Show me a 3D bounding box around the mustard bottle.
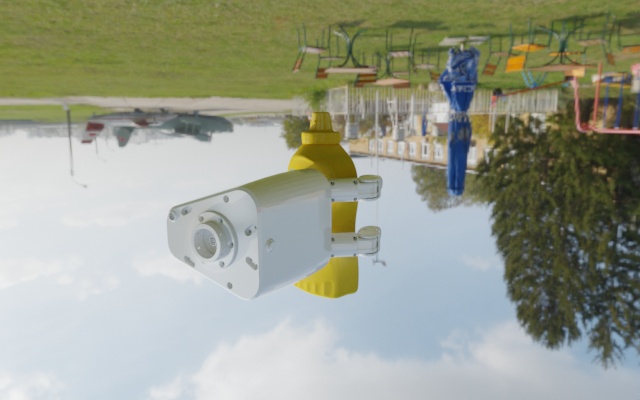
[{"bbox_3d":[0.000,0.002,0.516,0.058,0.191,0.096,-7,12,-35],"label":"mustard bottle"}]
